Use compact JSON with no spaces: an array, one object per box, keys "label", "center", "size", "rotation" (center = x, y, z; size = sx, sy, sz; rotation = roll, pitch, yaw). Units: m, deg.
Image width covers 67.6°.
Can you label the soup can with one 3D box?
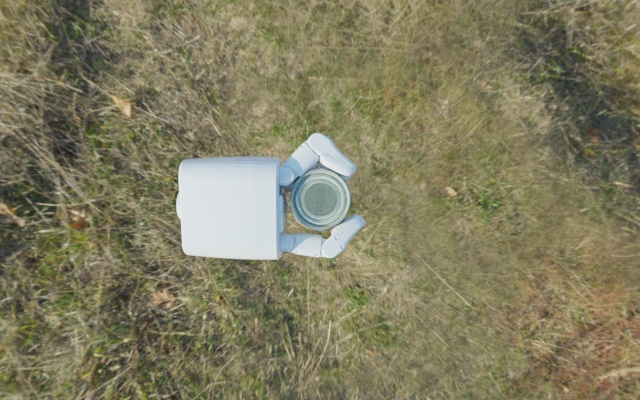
[{"label":"soup can","center":[0.001,0.002,0.553],"size":[0.068,0.068,0.102],"rotation":[0,-4,0]}]
